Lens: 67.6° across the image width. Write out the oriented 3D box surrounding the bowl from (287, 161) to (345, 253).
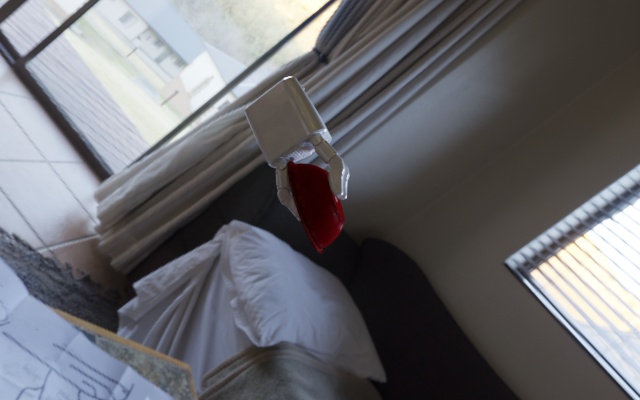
[{"bbox_3d":[0.001,0.004,0.785,0.055,0.162,0.162,-19,-3,8],"label":"bowl"}]
